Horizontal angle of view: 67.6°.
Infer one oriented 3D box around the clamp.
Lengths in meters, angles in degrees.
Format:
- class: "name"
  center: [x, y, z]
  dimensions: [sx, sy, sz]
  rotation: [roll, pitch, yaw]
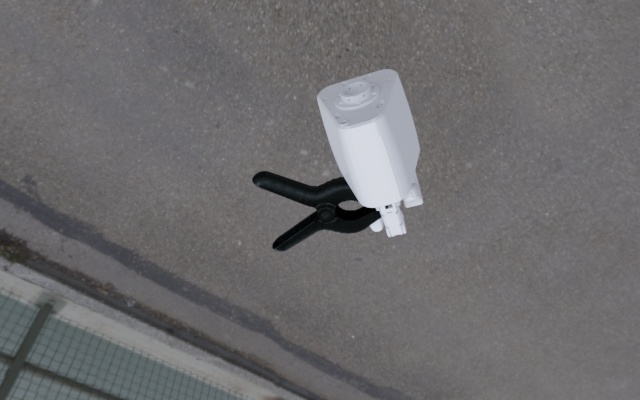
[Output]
- class: "clamp"
  center: [0.000, 0.002, 0.594]
  dimensions: [0.171, 0.120, 0.039]
  rotation: [-14, 38, 12]
